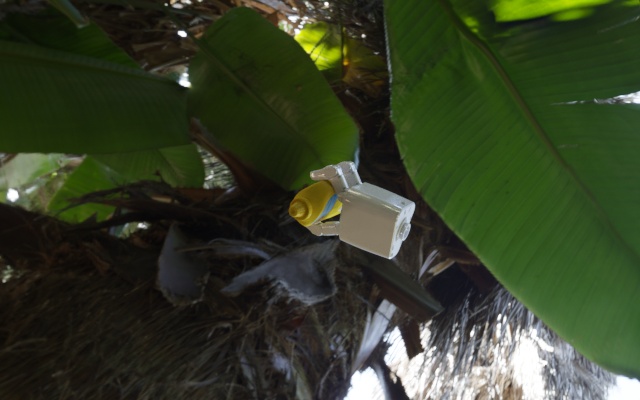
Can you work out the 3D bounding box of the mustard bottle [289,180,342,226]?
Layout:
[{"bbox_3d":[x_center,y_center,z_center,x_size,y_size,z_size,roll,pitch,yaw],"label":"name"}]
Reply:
[{"bbox_3d":[0.000,0.003,0.898,0.058,0.096,0.191,45,29,14],"label":"mustard bottle"}]
